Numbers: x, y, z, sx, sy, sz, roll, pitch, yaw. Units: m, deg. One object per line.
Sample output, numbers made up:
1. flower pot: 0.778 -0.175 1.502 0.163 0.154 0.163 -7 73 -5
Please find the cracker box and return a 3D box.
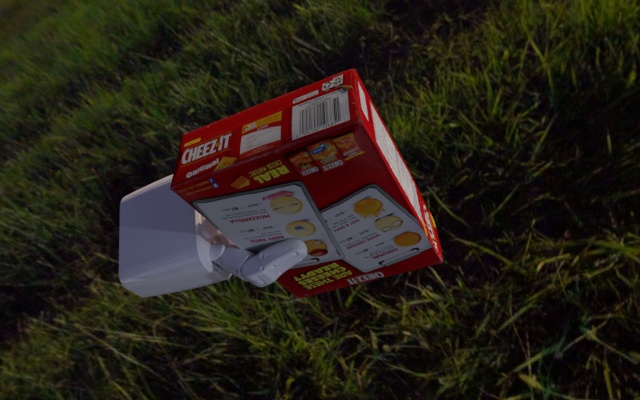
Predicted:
1. cracker box: 0.000 0.001 0.437 0.164 0.072 0.214 -17 -40 20
